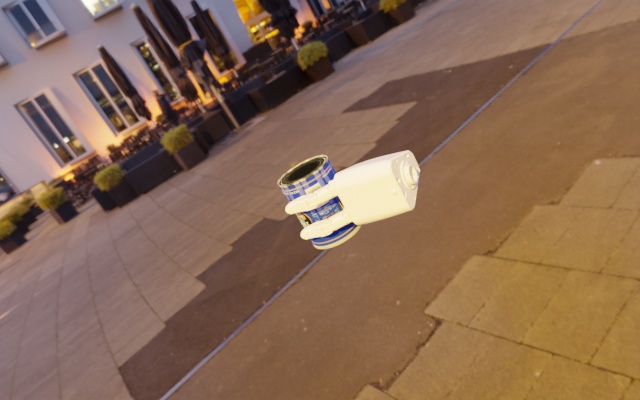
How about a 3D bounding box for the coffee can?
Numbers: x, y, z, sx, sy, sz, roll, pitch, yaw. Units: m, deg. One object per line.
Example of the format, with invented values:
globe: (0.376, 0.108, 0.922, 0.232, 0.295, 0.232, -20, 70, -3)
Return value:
coffee can: (0.000, 0.003, 0.871, 0.103, 0.140, 0.102, -26, 20, 10)
